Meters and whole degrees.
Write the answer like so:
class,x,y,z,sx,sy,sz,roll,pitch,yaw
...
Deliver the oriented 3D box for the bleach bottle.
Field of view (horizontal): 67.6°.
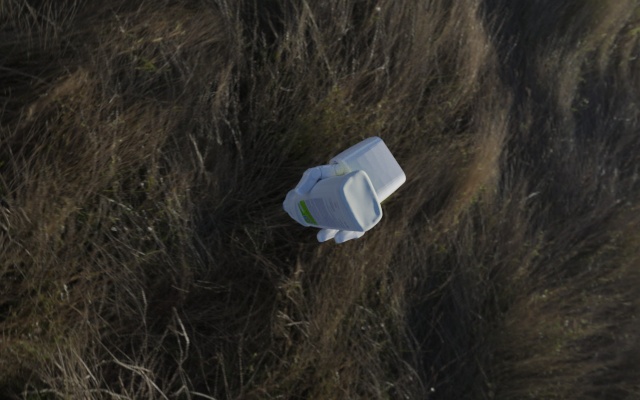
class,x,y,z,sx,sy,sz,roll,pitch,yaw
bleach bottle,0.000,0.003,0.878,0.068,0.102,0.251,-35,18,-29
